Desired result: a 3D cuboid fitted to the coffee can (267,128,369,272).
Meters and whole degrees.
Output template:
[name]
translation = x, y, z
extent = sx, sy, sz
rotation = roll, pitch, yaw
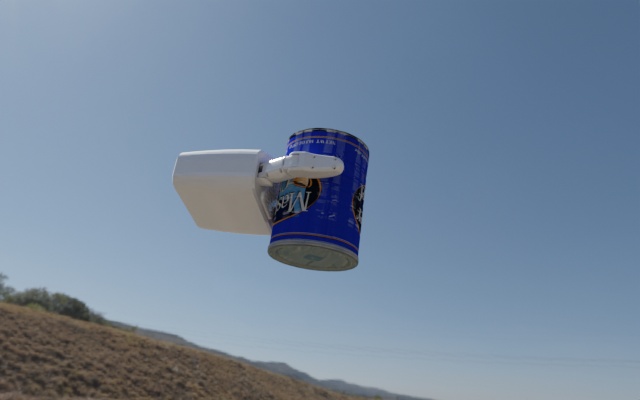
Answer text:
[coffee can]
translation = 0.000, 0.002, 0.558
extent = 0.103, 0.140, 0.103
rotation = 7, -22, 3
